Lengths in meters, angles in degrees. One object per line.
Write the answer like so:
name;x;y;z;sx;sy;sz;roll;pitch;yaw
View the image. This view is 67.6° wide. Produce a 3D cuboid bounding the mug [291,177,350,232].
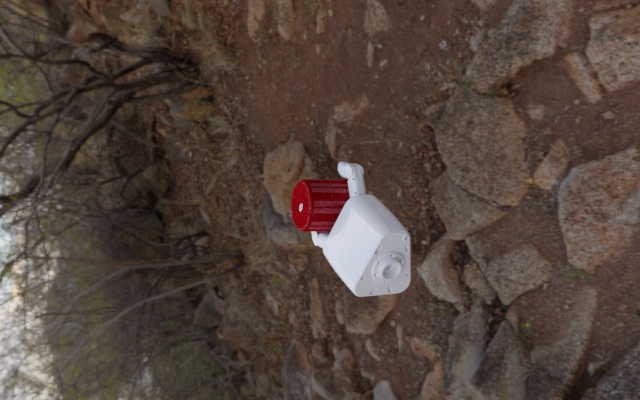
mug;-0.001;0.002;0.764;0.081;0.093;0.117;0;26;-25
